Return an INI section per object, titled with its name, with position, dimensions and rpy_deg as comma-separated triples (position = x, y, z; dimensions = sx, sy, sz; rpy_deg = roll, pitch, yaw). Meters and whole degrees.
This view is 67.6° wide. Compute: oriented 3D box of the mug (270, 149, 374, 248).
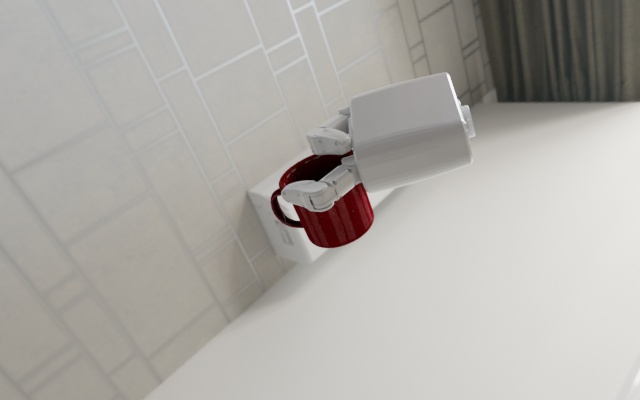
[mug]
position = -0.001, 0.002, 0.539
dimensions = 0.117, 0.081, 0.093
rpy_deg = -14, 28, 17
